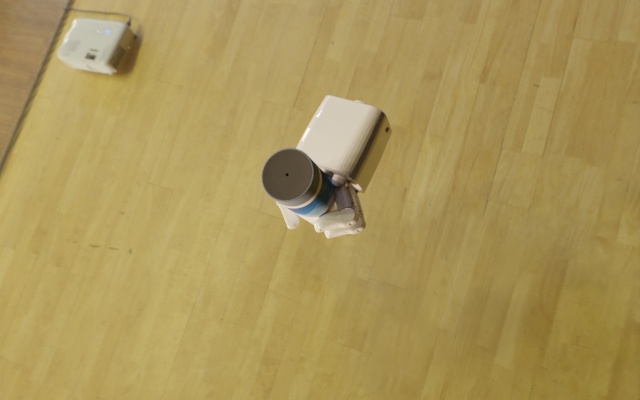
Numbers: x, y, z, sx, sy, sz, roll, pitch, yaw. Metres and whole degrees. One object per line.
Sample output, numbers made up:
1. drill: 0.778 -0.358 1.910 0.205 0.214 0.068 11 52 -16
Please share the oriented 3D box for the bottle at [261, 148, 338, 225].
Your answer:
1. bottle: 0.000 0.002 0.694 0.069 0.069 0.296 0 -13 16
